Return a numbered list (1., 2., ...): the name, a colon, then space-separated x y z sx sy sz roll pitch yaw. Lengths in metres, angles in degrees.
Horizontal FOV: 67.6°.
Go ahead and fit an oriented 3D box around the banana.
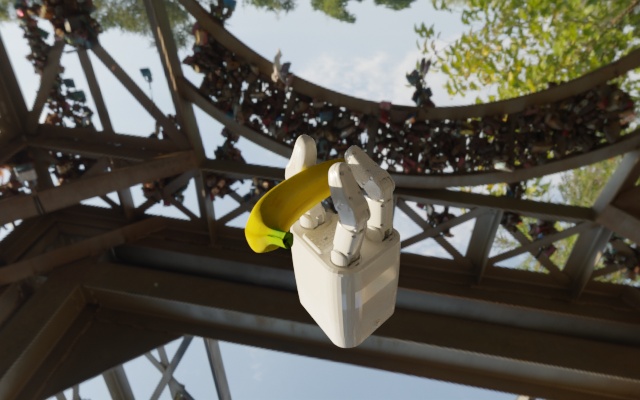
1. banana: -0.018 0.002 0.445 0.069 0.037 0.197 1 24 21
